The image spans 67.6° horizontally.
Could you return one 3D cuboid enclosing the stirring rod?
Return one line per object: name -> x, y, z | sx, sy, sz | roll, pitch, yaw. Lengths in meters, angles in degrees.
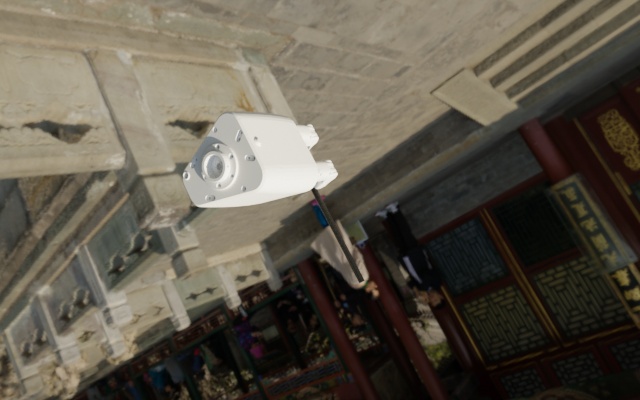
stirring rod -> 0.000, 0.002, 0.648 | 0.011, 0.239, 0.011 | -27, -10, -5
